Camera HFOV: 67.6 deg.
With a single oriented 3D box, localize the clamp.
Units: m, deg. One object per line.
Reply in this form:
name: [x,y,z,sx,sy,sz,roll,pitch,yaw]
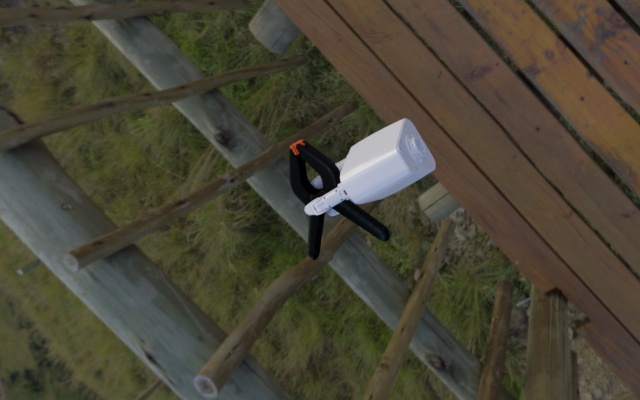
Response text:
clamp: [0.000,0.002,0.795,0.164,0.210,0.036,-28,6,36]
